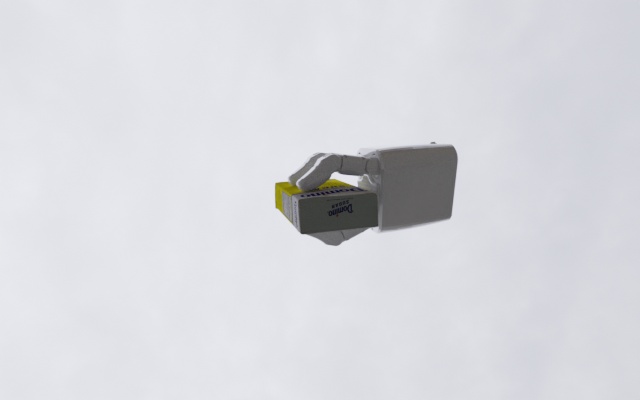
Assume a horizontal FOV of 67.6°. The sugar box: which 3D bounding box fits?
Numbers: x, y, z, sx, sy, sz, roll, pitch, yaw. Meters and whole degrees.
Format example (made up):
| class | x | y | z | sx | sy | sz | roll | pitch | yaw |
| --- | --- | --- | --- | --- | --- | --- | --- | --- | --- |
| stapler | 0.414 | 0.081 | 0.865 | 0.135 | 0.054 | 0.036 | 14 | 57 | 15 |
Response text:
| class | x | y | z | sx | sy | sz | roll | pitch | yaw |
| --- | --- | --- | --- | --- | --- | --- | --- | --- | --- |
| sugar box | 0.000 | 0.001 | 0.604 | 0.093 | 0.048 | 0.176 | -5 | 7 | -14 |
